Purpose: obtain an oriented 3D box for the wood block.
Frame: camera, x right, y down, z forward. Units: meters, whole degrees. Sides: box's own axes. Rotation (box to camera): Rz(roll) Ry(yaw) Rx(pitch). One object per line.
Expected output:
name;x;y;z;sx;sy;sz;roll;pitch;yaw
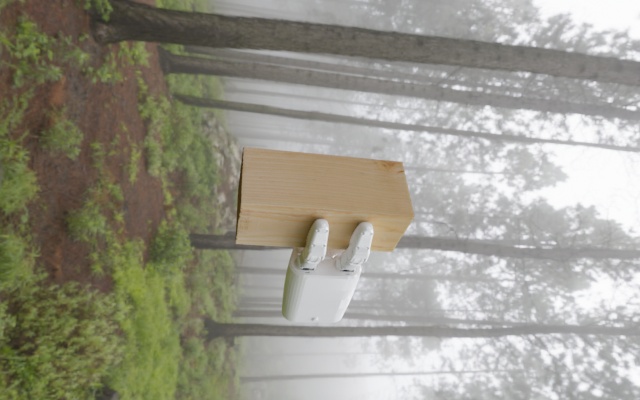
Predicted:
wood block;0.000;0.002;0.608;0.206;0.090;0.090;4;-38;-12
